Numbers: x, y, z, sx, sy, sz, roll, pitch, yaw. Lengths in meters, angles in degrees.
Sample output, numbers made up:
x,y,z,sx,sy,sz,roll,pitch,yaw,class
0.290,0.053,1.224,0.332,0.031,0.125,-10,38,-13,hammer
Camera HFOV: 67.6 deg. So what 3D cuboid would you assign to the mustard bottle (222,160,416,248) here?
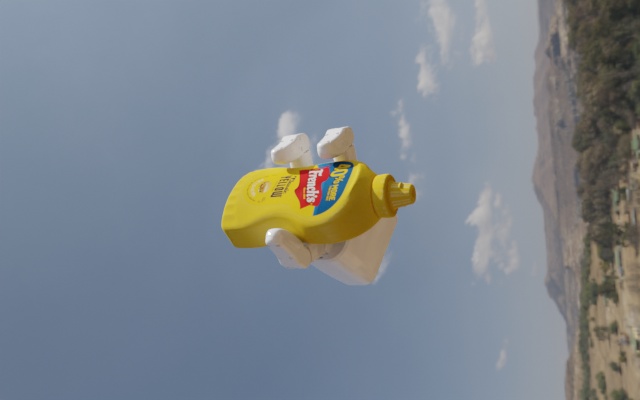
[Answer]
x,y,z,sx,sy,sz,roll,pitch,yaw,class
0.000,0.001,0.476,0.191,0.058,0.096,-4,39,27,mustard bottle
